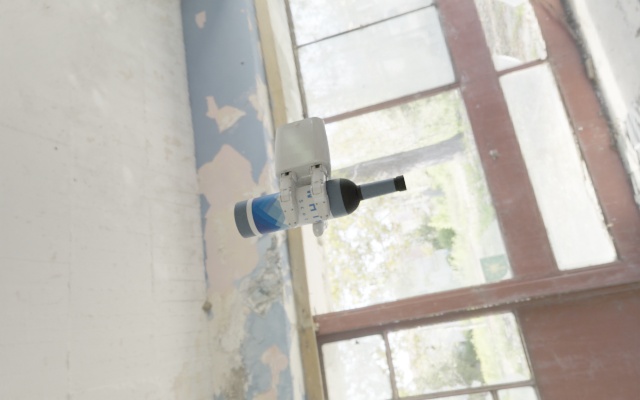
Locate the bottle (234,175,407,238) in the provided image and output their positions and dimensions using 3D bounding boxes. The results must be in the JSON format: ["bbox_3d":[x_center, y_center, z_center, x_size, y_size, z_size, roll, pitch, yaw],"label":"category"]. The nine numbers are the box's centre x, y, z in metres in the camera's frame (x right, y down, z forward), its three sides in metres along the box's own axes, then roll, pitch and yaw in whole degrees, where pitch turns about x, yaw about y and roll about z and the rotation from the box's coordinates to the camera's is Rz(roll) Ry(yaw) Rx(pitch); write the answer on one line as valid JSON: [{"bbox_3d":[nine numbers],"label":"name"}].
[{"bbox_3d":[0.000,0.003,0.820,0.296,0.069,0.069,-13,-3,12],"label":"bottle"}]
